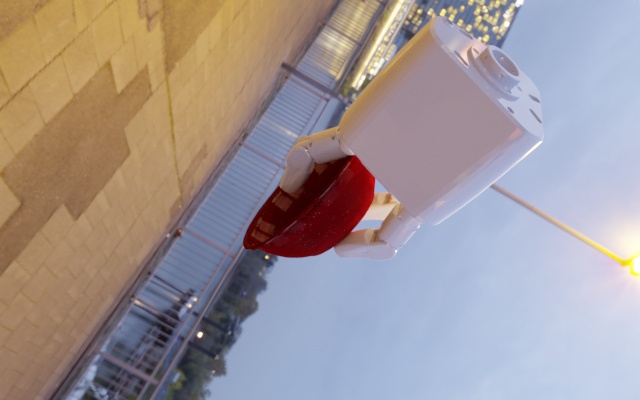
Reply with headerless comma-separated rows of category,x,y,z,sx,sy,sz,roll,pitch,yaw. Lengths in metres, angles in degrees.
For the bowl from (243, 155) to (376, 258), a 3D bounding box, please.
bowl,0.000,0.002,0.461,0.055,0.162,0.162,44,-15,-16
